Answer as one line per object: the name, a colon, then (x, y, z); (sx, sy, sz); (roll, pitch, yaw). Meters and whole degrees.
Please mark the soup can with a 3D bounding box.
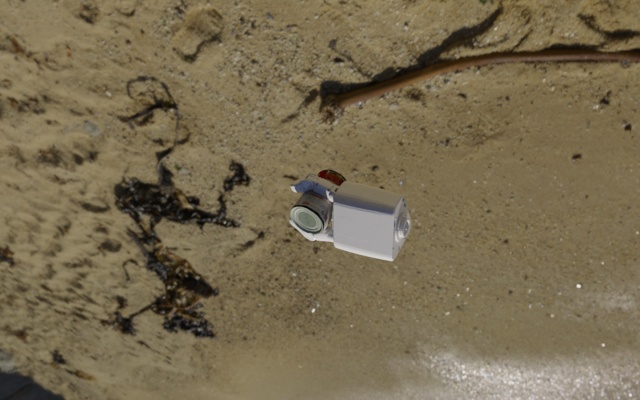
soup can: (0.000, 0.003, 0.837); (0.068, 0.068, 0.102); (0, 40, 38)
